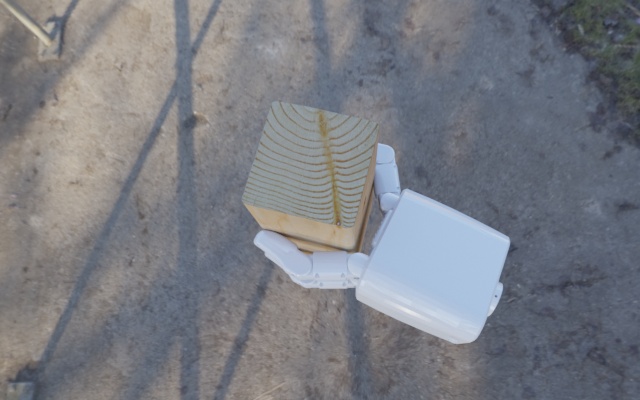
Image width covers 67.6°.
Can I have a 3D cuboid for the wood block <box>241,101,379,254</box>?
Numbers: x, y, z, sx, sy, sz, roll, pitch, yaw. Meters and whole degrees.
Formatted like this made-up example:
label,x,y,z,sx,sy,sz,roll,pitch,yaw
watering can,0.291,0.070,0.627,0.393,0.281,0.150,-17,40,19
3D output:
label,x,y,z,sx,sy,sz,roll,pitch,yaw
wood block,0.001,0.001,0.460,0.090,0.090,0.206,13,-16,8
